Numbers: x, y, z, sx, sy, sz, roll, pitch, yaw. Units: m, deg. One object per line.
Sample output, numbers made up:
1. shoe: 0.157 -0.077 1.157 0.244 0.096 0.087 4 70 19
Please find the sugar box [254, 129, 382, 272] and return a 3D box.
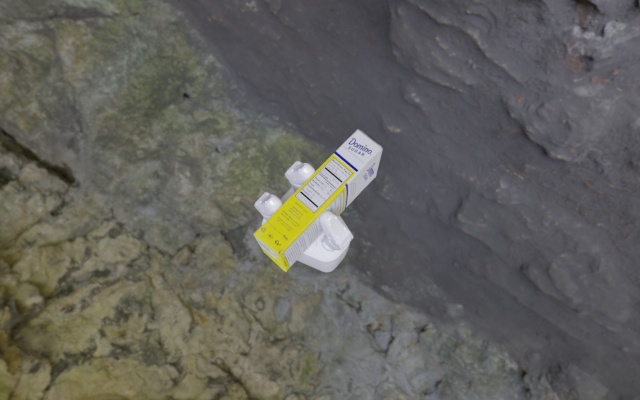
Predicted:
1. sugar box: 0.000 0.002 0.581 0.048 0.176 0.093 39 -14 13
